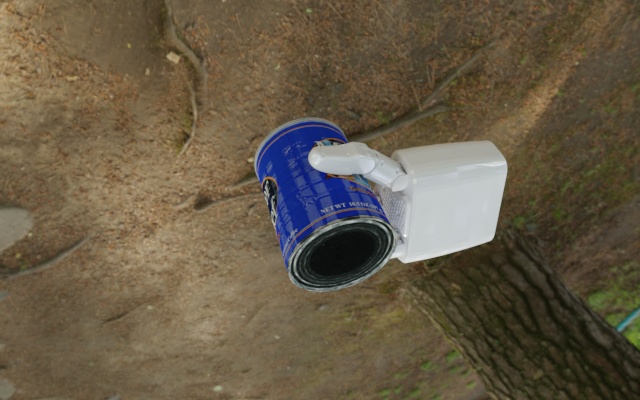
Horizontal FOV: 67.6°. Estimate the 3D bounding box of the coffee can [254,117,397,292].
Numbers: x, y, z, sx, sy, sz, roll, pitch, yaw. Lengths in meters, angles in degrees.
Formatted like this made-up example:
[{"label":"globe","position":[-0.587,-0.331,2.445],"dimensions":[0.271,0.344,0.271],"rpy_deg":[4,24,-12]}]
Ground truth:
[{"label":"coffee can","position":[0.000,0.001,0.466],"dimensions":[0.103,0.140,0.103],"rpy_deg":[-13,-41,-12]}]
